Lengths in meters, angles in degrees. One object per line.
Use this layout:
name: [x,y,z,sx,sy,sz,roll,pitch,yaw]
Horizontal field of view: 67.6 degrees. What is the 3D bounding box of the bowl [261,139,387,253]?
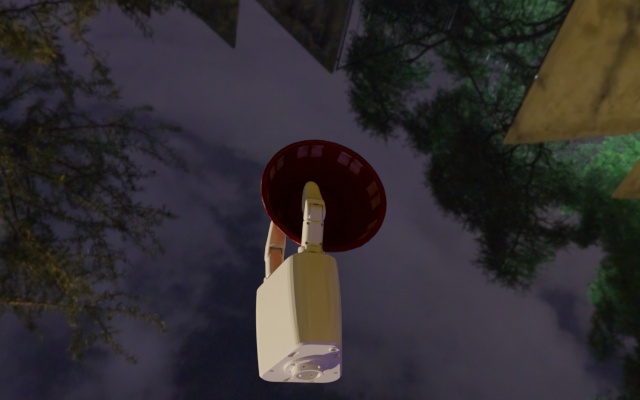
bowl: [0.000,0.001,0.615,0.162,0.162,0.055,0,-28,-17]
